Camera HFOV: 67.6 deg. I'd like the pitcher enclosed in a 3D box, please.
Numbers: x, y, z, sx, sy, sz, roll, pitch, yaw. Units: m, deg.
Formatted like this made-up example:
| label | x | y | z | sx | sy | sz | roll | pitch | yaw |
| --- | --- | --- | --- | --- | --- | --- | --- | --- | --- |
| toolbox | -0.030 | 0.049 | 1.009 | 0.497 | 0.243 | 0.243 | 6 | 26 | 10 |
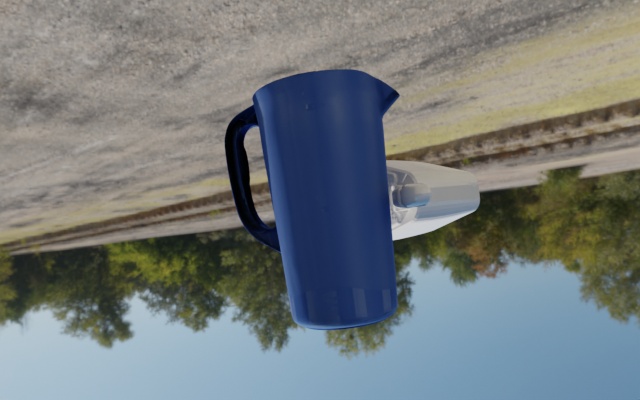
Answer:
| label | x | y | z | sx | sy | sz | roll | pitch | yaw |
| --- | --- | --- | --- | --- | --- | --- | --- | --- | --- |
| pitcher | 0.000 | 0.002 | 0.491 | 0.145 | 0.243 | 0.149 | -5 | -3 | -33 |
